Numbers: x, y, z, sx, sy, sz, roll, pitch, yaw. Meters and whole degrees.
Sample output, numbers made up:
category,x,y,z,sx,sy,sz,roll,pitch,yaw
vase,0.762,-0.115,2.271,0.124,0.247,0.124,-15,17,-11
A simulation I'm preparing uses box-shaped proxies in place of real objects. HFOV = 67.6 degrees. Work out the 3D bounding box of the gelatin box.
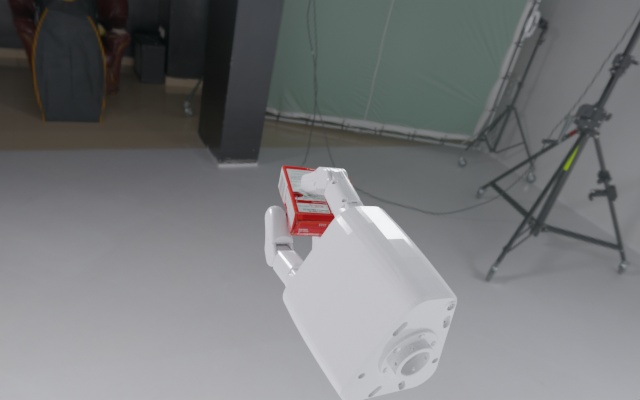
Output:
category,x,y,z,sx,sy,sz,roll,pitch,yaw
gelatin box,0.000,0.001,0.485,0.073,0.030,0.089,4,34,-18
